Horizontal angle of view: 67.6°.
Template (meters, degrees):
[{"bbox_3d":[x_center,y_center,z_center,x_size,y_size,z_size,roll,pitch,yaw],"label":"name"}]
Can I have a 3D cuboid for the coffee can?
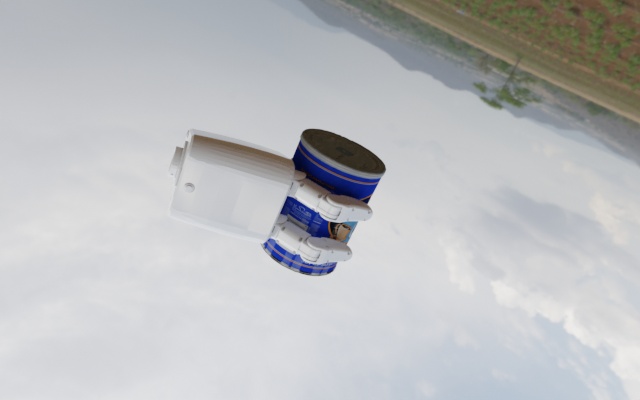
[{"bbox_3d":[0.000,0.002,0.557,0.103,0.140,0.102,21,23,-9],"label":"coffee can"}]
